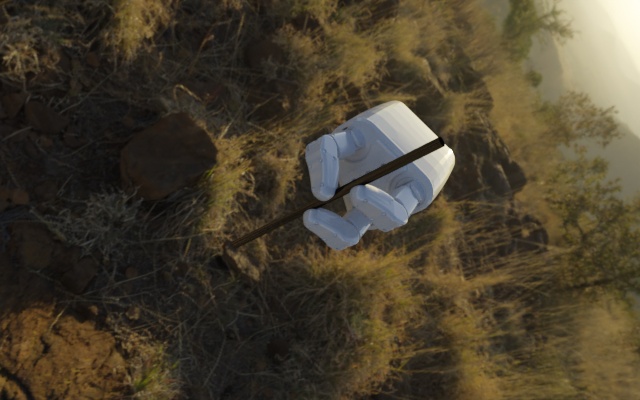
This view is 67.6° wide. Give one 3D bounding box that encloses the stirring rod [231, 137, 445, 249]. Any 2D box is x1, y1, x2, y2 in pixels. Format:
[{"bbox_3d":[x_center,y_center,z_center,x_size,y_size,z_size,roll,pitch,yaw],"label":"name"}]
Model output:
[{"bbox_3d":[0.000,0.001,0.414,0.239,0.011,0.011,-27,-16,36],"label":"stirring rod"}]
